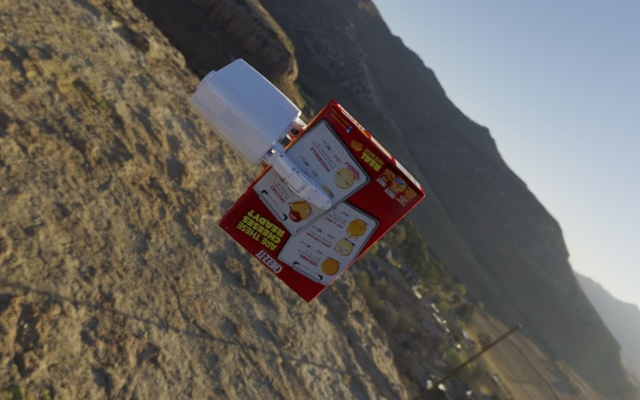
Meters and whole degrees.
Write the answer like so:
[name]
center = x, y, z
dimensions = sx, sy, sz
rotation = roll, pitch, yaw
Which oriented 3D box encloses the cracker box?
[cracker box]
center = 0.000, 0.002, 0.626
dimensions = 0.164, 0.214, 0.072
rotation = 43, 15, -9
